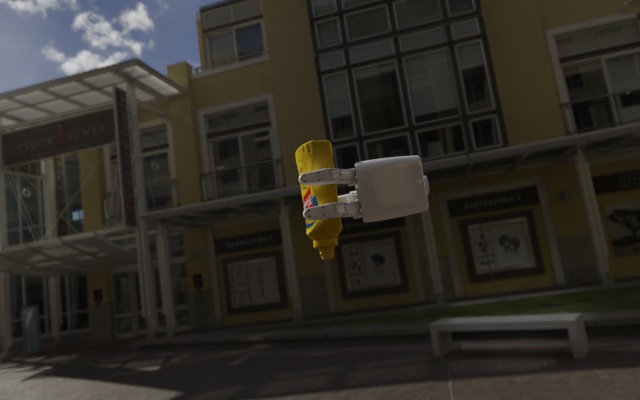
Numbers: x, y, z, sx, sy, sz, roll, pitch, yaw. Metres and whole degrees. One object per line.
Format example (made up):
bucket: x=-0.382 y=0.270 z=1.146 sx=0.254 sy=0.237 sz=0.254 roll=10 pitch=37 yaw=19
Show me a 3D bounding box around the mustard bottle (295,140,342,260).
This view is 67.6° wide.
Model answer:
mustard bottle: x=0.000 y=0.002 z=0.798 sx=0.058 sy=0.191 sz=0.096 roll=-5 pitch=-9 yaw=-19
